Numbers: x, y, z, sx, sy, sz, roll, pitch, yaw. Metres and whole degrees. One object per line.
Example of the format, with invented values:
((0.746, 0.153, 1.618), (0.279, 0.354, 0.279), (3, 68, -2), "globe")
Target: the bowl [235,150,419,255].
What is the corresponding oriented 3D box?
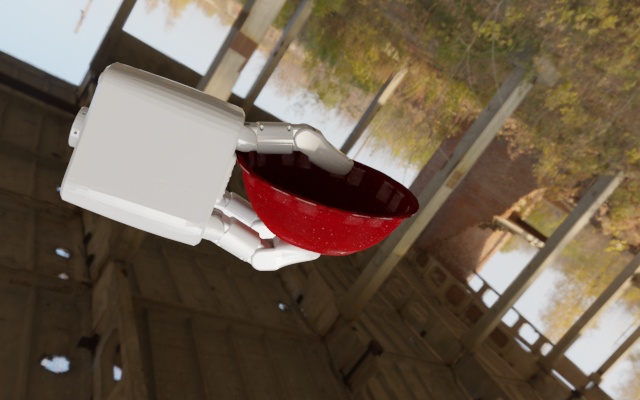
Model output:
((0.001, 0.002, 0.416), (0.162, 0.055, 0.162), (15, 19, -5), "bowl")
